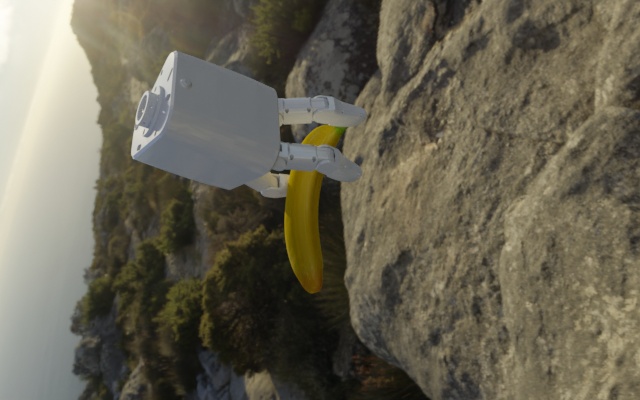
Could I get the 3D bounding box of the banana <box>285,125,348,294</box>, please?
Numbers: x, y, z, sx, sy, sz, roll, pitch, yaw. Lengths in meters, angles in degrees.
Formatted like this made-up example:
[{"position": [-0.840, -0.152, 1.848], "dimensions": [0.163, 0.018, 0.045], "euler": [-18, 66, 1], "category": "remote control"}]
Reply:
[{"position": [-0.011, -0.001, 0.520], "dimensions": [0.037, 0.197, 0.069], "euler": [18, -13, -35], "category": "banana"}]
